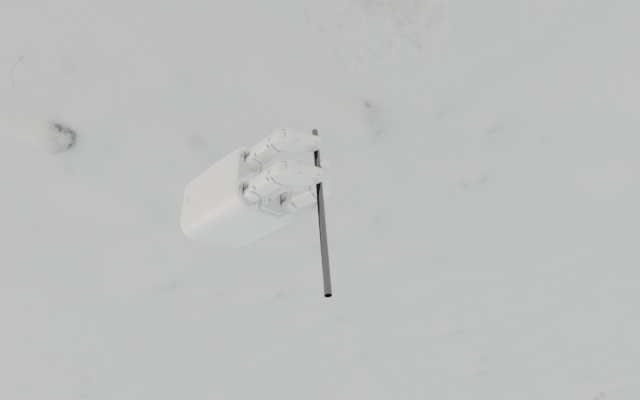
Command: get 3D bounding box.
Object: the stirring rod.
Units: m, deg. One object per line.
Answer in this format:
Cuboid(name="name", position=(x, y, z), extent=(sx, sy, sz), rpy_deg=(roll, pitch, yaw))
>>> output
Cuboid(name="stirring rod", position=(0.000, 0.002, 0.549), extent=(0.011, 0.239, 0.011), rpy_deg=(-3, -40, -2))
